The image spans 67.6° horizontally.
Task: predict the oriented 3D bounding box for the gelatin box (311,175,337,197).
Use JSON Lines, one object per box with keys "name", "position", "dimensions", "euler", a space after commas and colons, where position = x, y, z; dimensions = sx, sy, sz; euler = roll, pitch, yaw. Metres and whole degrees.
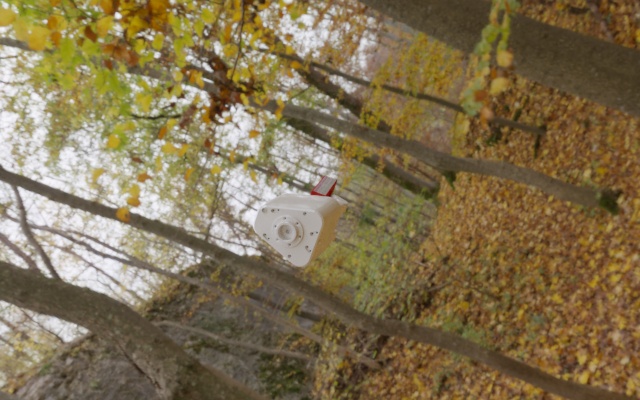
{"name": "gelatin box", "position": [0.000, 0.003, 0.889], "dimensions": [0.030, 0.073, 0.089], "euler": [20, 27, 7]}
